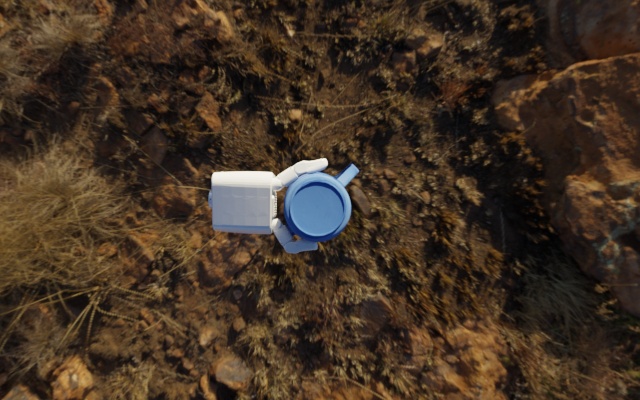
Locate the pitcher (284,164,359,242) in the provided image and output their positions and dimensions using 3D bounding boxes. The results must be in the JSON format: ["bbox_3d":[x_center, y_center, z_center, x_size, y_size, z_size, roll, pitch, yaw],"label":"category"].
[{"bbox_3d":[0.000,0.003,0.870,0.145,0.149,0.243,2,1,-2],"label":"pitcher"}]
